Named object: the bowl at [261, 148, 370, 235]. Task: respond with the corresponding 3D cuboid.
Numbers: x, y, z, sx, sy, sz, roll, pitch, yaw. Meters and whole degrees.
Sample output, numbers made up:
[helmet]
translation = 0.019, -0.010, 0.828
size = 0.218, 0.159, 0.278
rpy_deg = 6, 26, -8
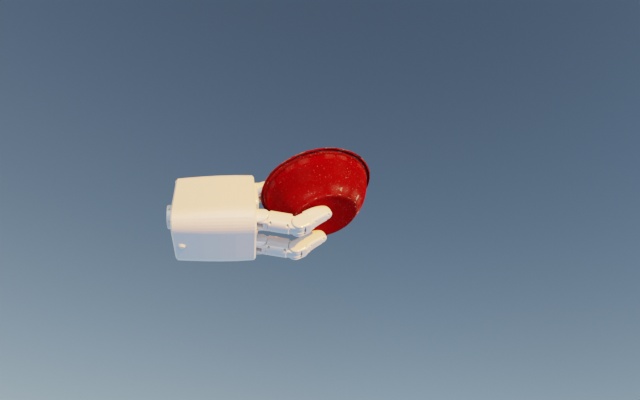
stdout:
[bowl]
translation = 0.002, 0.002, 0.672
size = 0.162, 0.055, 0.162
rpy_deg = -12, -38, -9
